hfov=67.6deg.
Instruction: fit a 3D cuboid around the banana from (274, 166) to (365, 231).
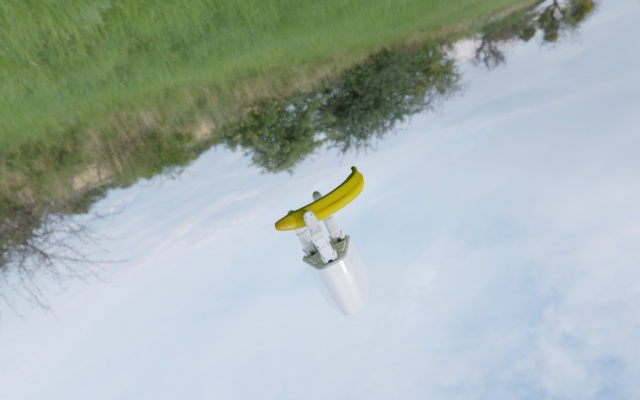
[{"bbox_3d":[0.012,0.002,0.830,0.197,0.037,0.069,-35,20,-24],"label":"banana"}]
